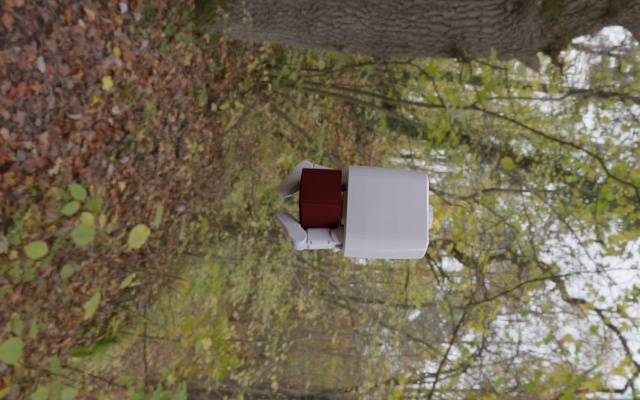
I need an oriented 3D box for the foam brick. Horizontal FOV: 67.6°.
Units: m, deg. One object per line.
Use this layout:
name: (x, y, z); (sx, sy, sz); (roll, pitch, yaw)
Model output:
foam brick: (0.000, 0.002, 0.605); (0.051, 0.053, 0.078); (3, -32, 1)
